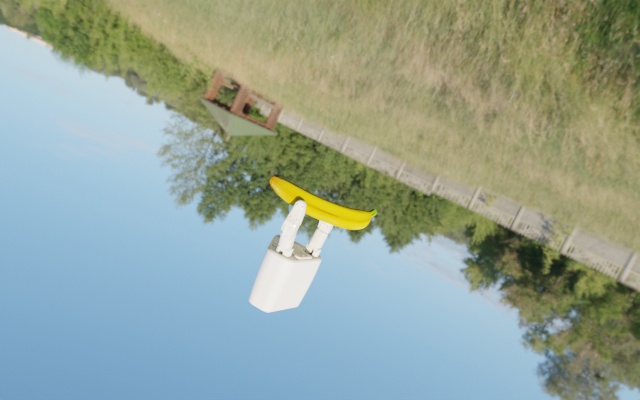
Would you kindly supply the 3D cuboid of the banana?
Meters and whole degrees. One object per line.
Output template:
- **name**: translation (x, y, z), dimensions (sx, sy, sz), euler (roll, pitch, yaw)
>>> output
- **banana**: translation (0.004, 0.010, 0.812), dimensions (0.198, 0.037, 0.069), euler (20, 18, -8)
